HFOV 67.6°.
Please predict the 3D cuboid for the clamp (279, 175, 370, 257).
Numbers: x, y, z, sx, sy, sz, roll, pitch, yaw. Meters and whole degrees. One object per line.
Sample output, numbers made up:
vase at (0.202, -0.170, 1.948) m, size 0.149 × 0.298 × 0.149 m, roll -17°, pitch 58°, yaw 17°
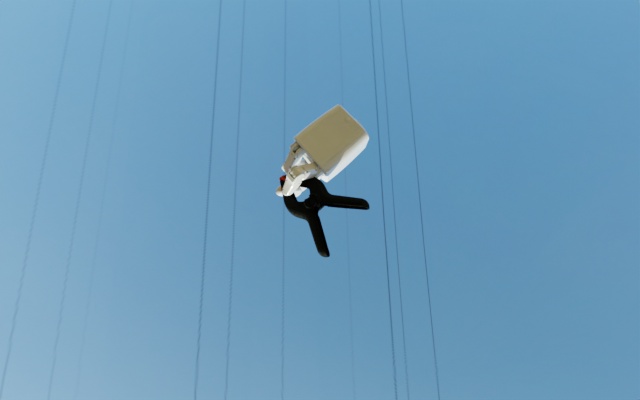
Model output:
clamp at (0.000, 0.003, 0.840) m, size 0.120 × 0.171 × 0.039 m, roll -40°, pitch -22°, yaw -5°
